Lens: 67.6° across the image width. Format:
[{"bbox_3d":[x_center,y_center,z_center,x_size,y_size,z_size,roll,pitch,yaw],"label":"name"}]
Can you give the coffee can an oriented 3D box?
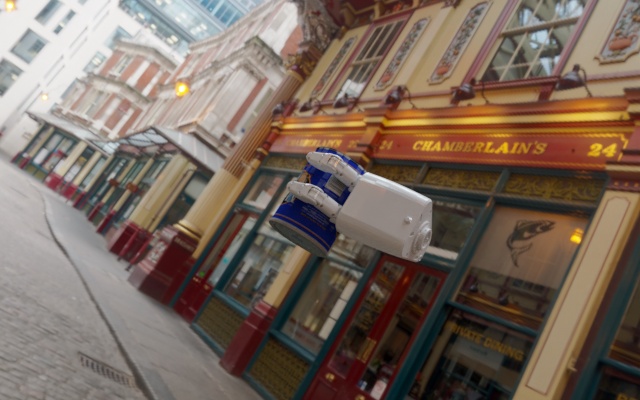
[{"bbox_3d":[0.000,0.003,0.742,0.103,0.140,0.103,30,-14,8],"label":"coffee can"}]
